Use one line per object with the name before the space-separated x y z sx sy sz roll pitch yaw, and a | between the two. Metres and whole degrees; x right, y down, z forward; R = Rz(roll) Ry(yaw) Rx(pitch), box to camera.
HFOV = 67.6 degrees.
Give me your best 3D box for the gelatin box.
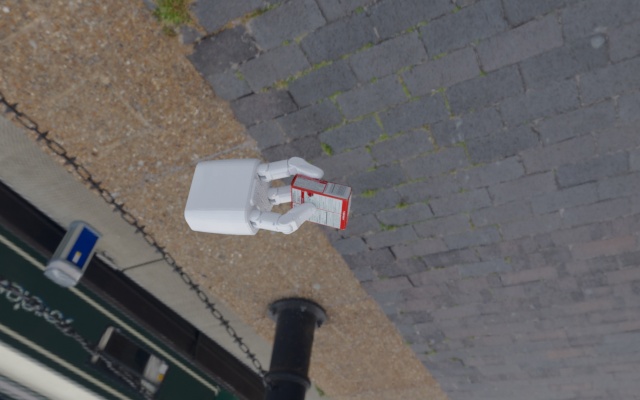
gelatin box | 0.000 0.003 0.717 0.089 0.030 0.073 14 -39 10
